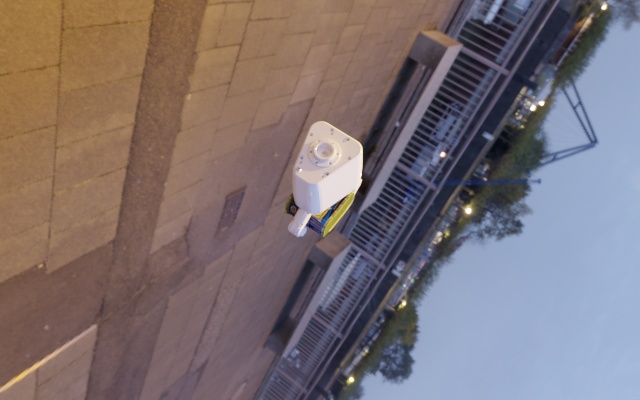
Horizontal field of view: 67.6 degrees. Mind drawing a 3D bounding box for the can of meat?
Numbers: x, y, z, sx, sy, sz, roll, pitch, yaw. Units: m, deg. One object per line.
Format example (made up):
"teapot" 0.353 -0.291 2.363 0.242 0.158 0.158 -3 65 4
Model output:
"can of meat" 0.000 0.003 0.849 0.084 0.102 0.057 34 -22 14
